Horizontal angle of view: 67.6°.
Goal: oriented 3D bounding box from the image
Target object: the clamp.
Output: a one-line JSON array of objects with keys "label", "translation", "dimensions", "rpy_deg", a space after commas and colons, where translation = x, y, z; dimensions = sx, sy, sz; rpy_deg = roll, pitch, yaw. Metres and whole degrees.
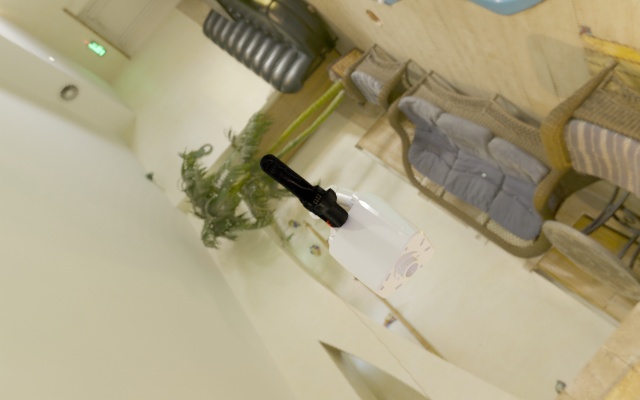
[{"label": "clamp", "translation": [0.000, 0.003, 0.646], "dimensions": [0.120, 0.039, 0.171], "rpy_deg": [37, -1, 38]}]
